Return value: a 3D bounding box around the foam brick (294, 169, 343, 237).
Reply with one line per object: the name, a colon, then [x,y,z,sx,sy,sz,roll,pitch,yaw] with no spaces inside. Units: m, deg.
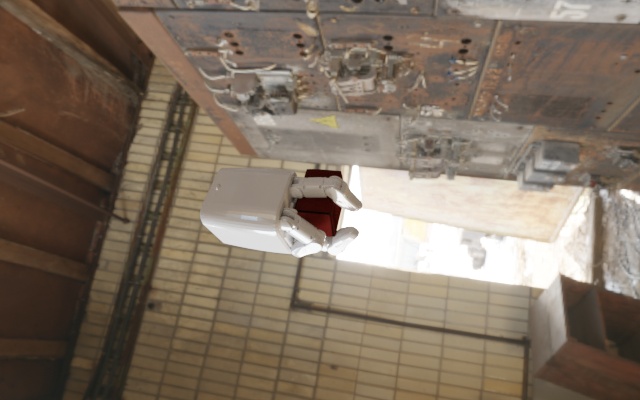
foam brick: [0.000,0.002,0.650,0.051,0.078,0.053,4,-40,14]
